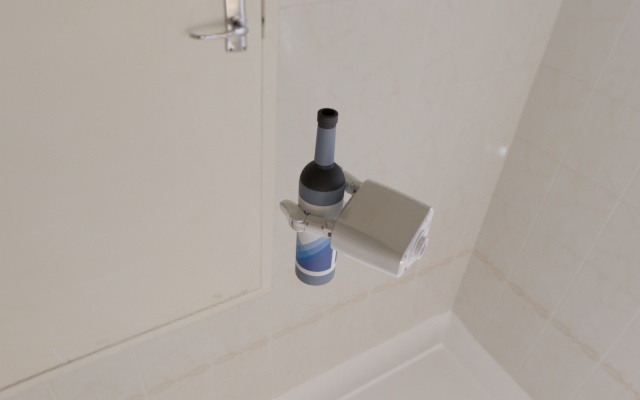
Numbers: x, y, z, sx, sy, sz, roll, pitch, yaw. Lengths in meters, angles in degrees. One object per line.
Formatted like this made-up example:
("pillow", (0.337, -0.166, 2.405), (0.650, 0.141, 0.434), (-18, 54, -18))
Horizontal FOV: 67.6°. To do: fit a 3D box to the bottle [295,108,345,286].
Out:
("bottle", (0.000, 0.002, 0.703), (0.069, 0.296, 0.069), (3, 38, -2))
